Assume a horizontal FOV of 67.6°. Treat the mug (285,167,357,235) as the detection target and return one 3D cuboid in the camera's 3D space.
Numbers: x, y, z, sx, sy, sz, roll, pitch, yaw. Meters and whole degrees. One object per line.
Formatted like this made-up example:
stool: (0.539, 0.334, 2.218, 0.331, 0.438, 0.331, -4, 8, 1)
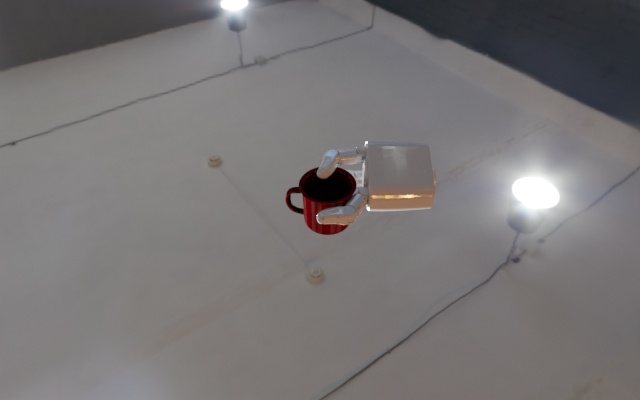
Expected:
mug: (-0.001, 0.003, 0.793, 0.117, 0.082, 0.093, 1, 43, 2)
